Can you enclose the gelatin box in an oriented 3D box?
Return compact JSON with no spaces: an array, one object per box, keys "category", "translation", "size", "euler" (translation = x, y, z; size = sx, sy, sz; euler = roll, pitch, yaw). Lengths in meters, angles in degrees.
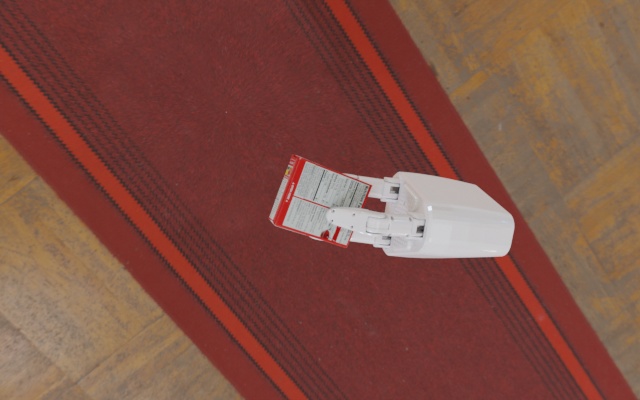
[{"category":"gelatin box","translation":[0.000,0.002,0.499],"size":[0.089,0.073,0.030],"euler":[19,4,-23]}]
